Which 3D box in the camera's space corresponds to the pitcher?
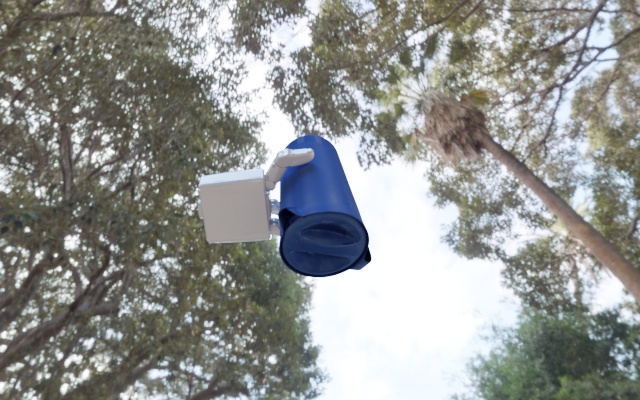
[{"bbox_3d":[0.000,0.003,0.787,0.145,0.149,0.242,-6,39,-4],"label":"pitcher"}]
